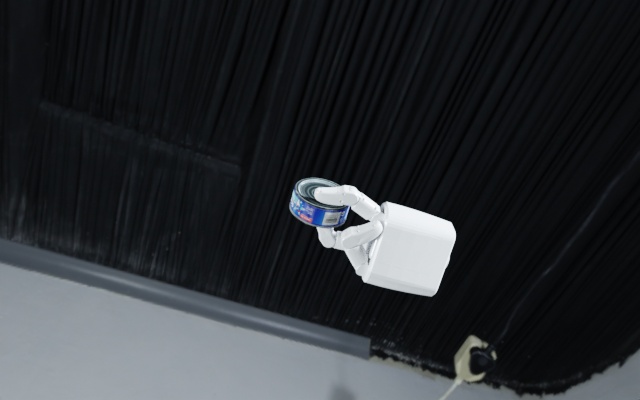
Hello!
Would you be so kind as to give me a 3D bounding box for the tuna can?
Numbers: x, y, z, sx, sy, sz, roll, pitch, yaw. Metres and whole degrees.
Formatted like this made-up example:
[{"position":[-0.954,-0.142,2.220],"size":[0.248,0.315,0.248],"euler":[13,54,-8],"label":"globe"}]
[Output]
[{"position":[0.000,0.002,0.694],"size":[0.086,0.034,0.086],"euler":[12,30,-7],"label":"tuna can"}]
